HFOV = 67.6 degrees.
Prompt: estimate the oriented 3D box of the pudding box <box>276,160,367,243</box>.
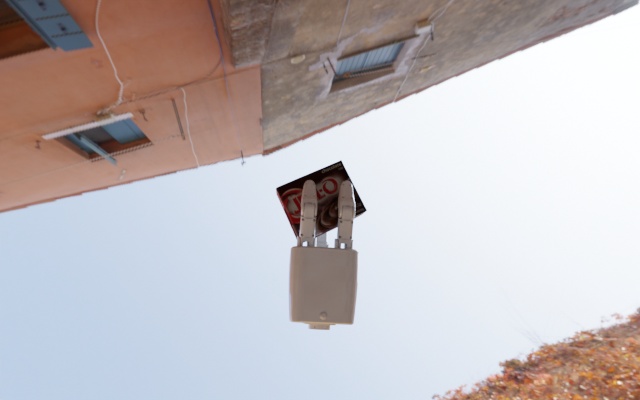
[{"bbox_3d":[0.000,0.002,0.726,0.113,0.090,0.039,-24,-11,-11],"label":"pudding box"}]
